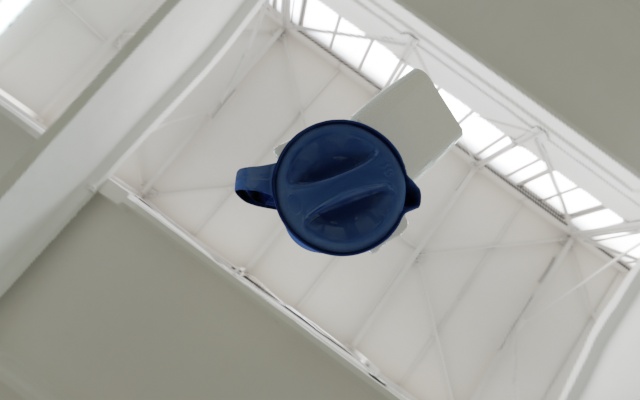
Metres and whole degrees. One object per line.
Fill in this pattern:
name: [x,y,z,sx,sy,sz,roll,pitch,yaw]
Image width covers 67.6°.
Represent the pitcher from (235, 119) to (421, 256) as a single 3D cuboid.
pitcher: [0.000,0.002,0.568,0.145,0.149,0.243,-40,-3,-10]
